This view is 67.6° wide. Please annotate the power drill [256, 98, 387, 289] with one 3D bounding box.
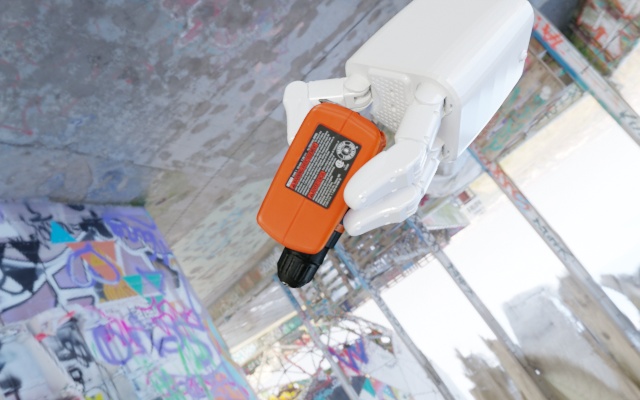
[{"bbox_3d":[0.000,0.001,0.415,0.057,0.184,0.187,26,0,6],"label":"power drill"}]
